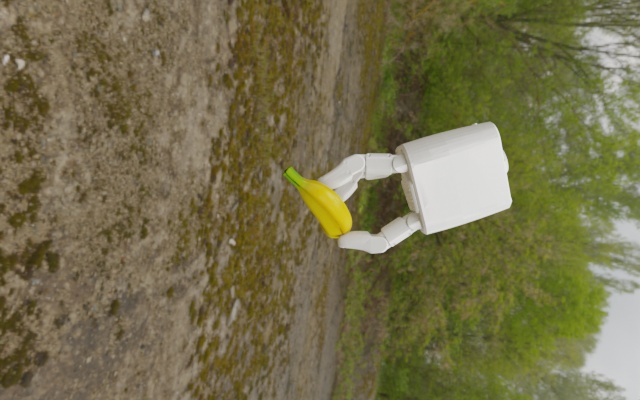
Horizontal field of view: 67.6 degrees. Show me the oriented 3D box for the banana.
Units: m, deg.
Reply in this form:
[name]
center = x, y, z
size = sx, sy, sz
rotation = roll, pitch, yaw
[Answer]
[banana]
center = 0.010, 0.014, 0.584
size = 0.037, 0.069, 0.198
rotation = -38, -22, -3
